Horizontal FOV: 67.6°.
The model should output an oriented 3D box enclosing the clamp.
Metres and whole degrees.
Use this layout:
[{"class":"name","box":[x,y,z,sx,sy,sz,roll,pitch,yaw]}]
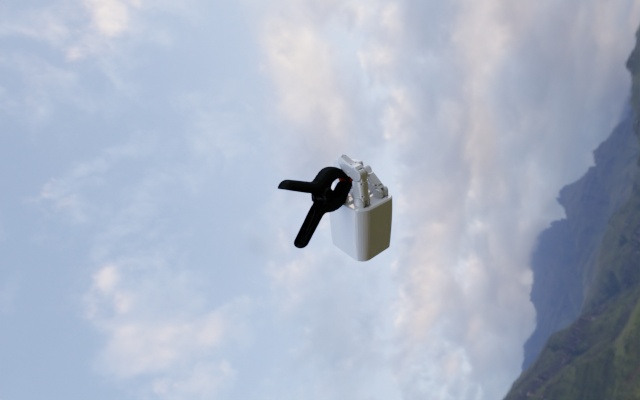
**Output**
[{"class":"clamp","box":[0.000,0.002,0.806,0.039,0.120,0.171,18,30,40]}]
